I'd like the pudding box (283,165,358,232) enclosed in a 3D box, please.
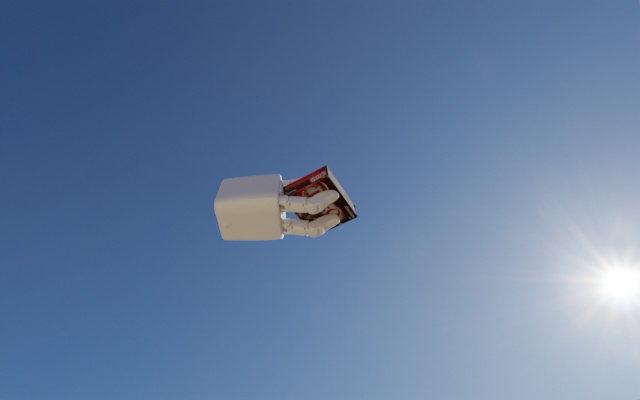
[{"bbox_3d":[0.000,0.003,0.842,0.090,0.039,0.113,-25,-50,17],"label":"pudding box"}]
